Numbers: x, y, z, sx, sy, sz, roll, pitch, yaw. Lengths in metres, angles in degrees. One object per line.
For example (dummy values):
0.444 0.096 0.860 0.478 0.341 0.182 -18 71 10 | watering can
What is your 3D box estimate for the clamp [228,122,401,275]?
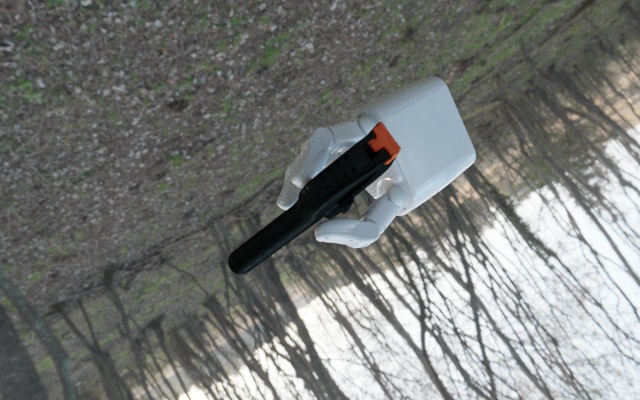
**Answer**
0.001 0.002 0.436 0.164 0.036 0.210 -32 -8 -29 | clamp
